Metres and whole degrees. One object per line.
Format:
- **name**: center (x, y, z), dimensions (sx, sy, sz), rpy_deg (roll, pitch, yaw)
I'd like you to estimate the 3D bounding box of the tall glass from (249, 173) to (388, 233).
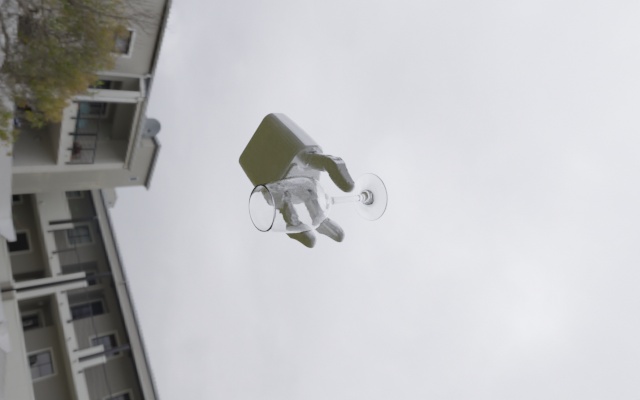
- **tall glass**: center (0.001, 0.002, 0.675), dimensions (0.201, 0.079, 0.079), rpy_deg (-6, 4, -40)
